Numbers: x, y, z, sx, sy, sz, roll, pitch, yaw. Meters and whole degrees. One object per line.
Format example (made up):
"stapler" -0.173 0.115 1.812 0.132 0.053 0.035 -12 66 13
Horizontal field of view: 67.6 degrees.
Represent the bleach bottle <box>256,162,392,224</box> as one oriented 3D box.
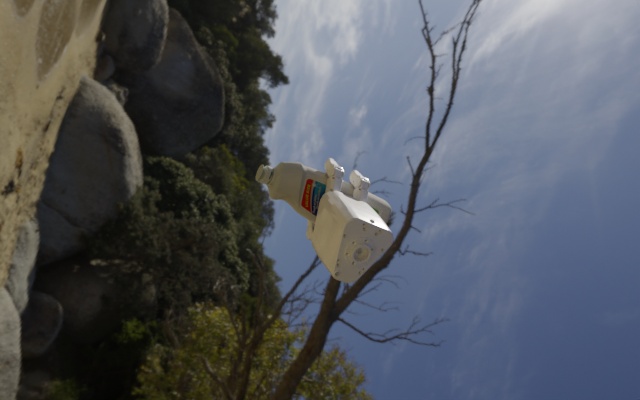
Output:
"bleach bottle" 0.000 0.003 0.848 0.251 0.102 0.068 22 14 -25
